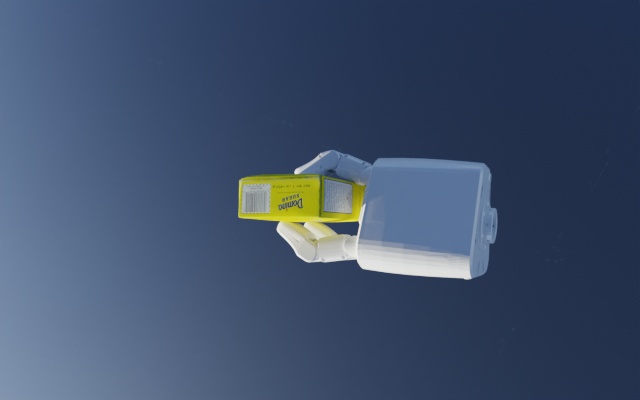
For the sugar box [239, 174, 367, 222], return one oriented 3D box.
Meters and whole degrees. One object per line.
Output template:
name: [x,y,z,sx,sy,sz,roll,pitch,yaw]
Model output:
sugar box: [0.000,0.002,0.519,0.093,0.048,0.176,0,-6,28]
